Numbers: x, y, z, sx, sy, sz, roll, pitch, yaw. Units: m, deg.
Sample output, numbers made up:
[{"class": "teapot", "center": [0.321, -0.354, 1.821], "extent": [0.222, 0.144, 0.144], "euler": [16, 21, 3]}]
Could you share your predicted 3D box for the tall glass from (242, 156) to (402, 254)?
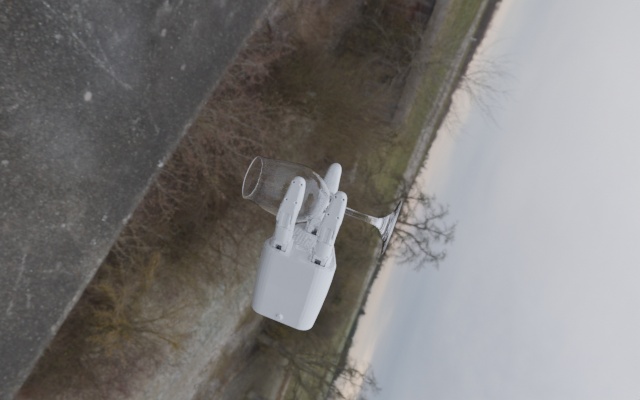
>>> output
[{"class": "tall glass", "center": [0.001, 0.002, 0.634], "extent": [0.201, 0.079, 0.079], "euler": [20, 2, 7]}]
